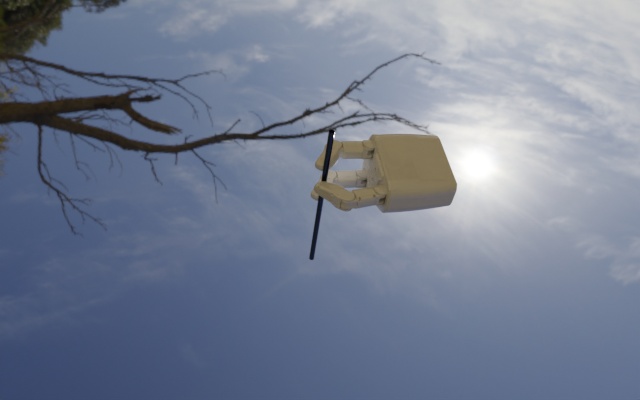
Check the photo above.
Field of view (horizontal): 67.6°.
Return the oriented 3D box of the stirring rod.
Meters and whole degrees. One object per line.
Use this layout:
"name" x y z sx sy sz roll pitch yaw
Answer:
"stirring rod" 0.000 0.002 0.685 0.011 0.240 0.011 5 41 -4
